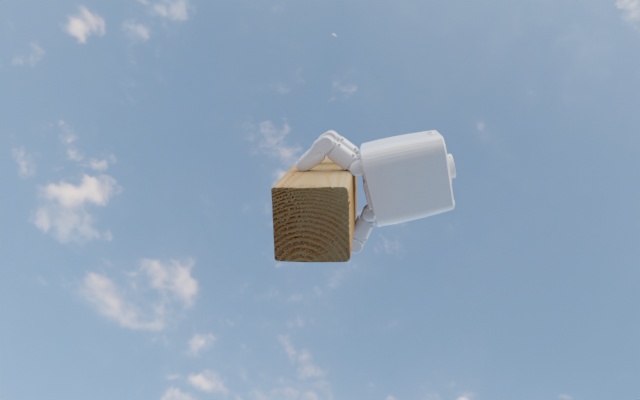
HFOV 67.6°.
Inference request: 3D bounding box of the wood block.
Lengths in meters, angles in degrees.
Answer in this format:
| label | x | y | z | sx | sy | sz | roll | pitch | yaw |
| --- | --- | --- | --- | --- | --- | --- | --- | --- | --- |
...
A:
| label | x | y | z | sx | sy | sz | roll | pitch | yaw |
| --- | --- | --- | --- | --- | --- | --- | --- | --- | --- |
| wood block | 0.001 | 0.002 | 0.636 | 0.090 | 0.091 | 0.206 | 0 | 14 | 7 |
